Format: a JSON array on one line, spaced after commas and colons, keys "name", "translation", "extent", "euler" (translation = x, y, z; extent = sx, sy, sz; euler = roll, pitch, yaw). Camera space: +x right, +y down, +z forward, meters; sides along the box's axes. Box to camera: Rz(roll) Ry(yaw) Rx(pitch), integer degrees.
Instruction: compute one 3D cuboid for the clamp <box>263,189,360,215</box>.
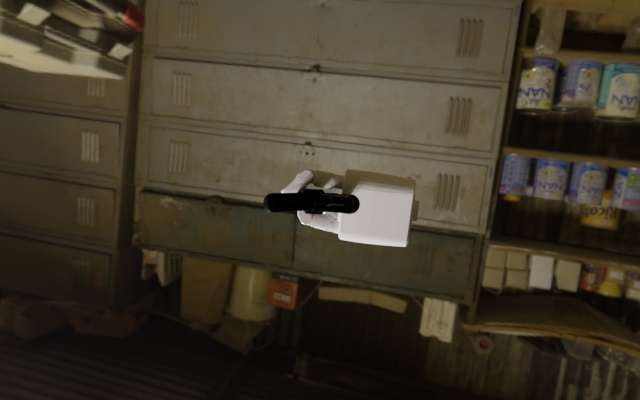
[{"name": "clamp", "translation": [0.000, 0.003, 0.665], "extent": [0.120, 0.039, 0.171], "euler": [7, 5, 10]}]
